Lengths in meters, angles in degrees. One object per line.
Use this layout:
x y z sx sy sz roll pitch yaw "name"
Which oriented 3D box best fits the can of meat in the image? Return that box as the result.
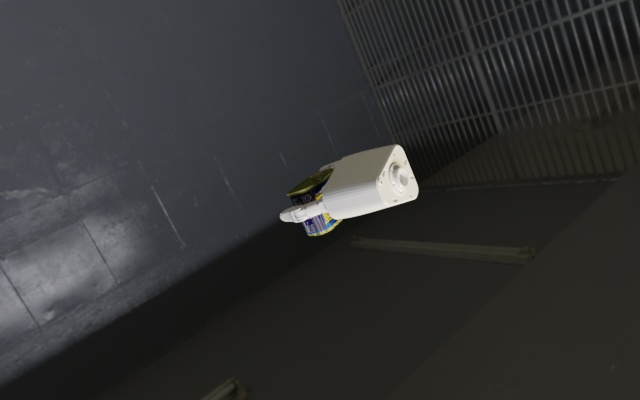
0.000 0.003 0.824 0.057 0.084 0.102 -15 15 38 "can of meat"
